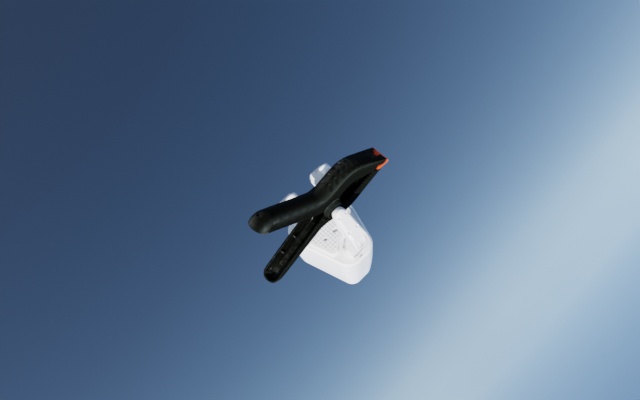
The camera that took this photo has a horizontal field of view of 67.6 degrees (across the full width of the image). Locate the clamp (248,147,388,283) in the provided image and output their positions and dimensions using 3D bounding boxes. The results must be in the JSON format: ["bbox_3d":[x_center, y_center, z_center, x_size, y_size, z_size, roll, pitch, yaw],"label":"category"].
[{"bbox_3d":[0.001,0.002,0.565,0.036,0.210,0.165,42,-14,19],"label":"clamp"}]
